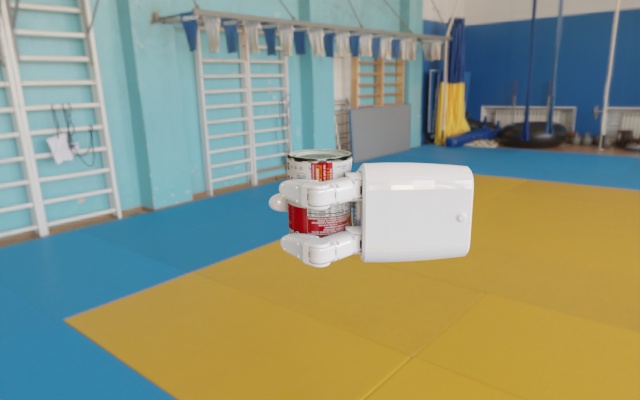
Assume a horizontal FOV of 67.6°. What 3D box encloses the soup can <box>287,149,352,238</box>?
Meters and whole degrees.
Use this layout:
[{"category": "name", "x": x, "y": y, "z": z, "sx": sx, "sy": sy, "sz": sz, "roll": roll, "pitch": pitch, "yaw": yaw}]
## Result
[{"category": "soup can", "x": 0.000, "y": 0.001, "z": 0.494, "sx": 0.068, "sy": 0.102, "sz": 0.068, "roll": -1, "pitch": 14, "yaw": 0}]
